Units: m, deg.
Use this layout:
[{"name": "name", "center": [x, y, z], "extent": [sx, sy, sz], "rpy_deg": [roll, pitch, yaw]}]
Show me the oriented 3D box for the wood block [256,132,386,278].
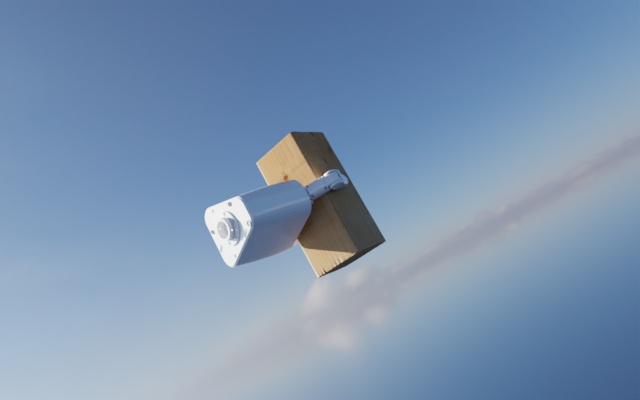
[{"name": "wood block", "center": [0.000, 0.002, 0.747], "extent": [0.091, 0.206, 0.090], "rpy_deg": [-37, -14, 31]}]
